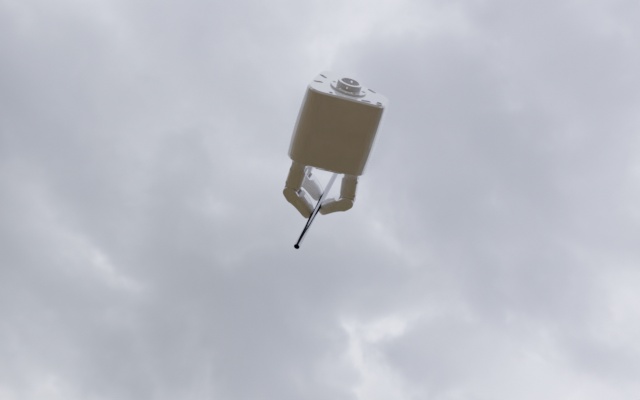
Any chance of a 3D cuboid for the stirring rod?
[{"bbox_3d":[0.000,0.002,0.720,0.011,0.011,0.239,0,29,17],"label":"stirring rod"}]
